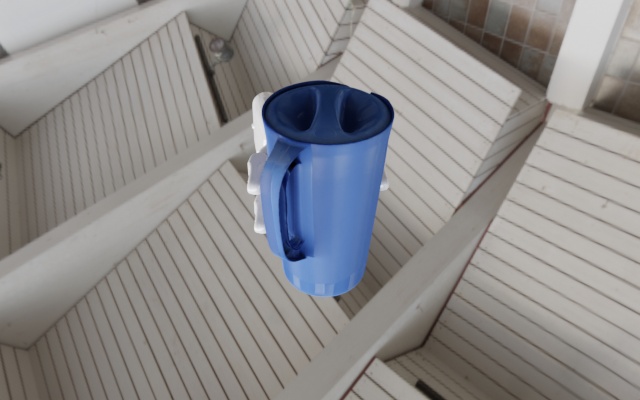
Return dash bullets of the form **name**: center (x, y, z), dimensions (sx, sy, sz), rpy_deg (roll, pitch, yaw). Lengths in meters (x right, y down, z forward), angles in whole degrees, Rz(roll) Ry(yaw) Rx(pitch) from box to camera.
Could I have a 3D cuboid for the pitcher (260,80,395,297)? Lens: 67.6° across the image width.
- **pitcher**: center (0.000, 0.002, 0.545), dimensions (0.149, 0.243, 0.145), rpy_deg (-10, 40, -12)
